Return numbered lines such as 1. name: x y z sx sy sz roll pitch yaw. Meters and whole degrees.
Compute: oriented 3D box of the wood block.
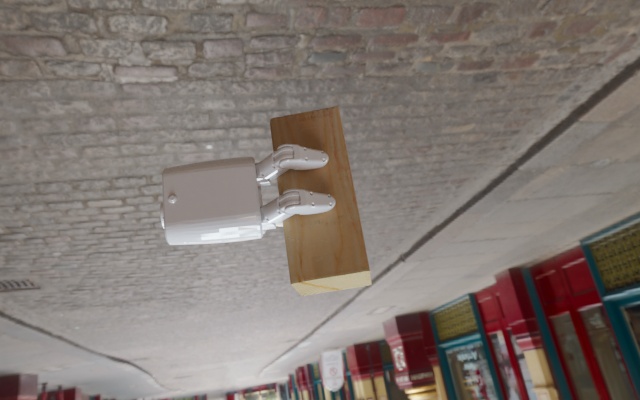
1. wood block: 0.000 0.002 0.586 0.090 0.206 0.091 -10 -21 3
